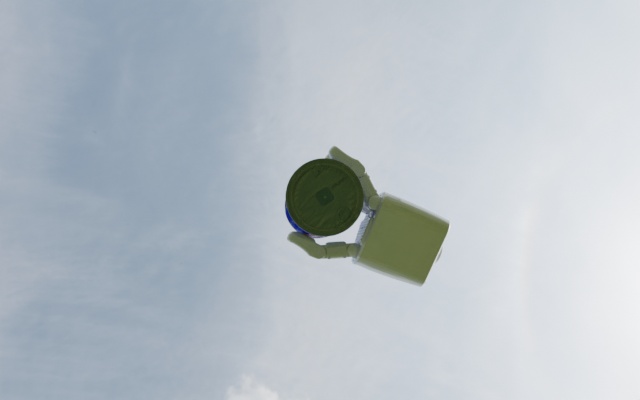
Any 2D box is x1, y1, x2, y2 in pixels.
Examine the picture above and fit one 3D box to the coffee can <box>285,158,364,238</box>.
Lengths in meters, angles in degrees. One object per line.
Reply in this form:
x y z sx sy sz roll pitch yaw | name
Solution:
0.000 0.002 0.687 0.103 0.103 0.140 0 -6 -5 | coffee can
